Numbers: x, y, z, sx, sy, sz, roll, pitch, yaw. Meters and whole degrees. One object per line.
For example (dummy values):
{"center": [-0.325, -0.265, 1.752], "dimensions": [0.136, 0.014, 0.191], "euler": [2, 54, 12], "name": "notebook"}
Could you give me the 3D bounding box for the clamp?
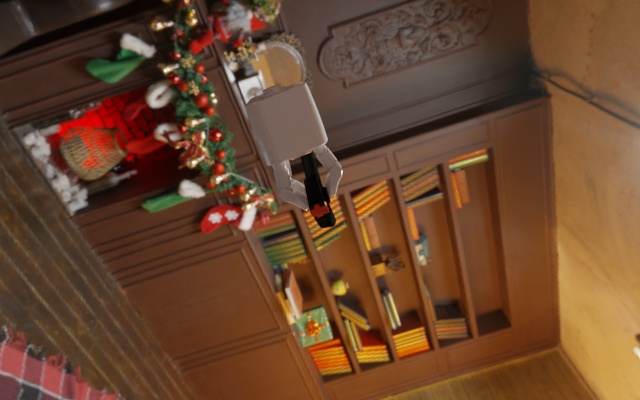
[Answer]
{"center": [0.001, 0.002, 0.849], "dimensions": [0.036, 0.165, 0.210], "euler": [-19, 19, 4], "name": "clamp"}
